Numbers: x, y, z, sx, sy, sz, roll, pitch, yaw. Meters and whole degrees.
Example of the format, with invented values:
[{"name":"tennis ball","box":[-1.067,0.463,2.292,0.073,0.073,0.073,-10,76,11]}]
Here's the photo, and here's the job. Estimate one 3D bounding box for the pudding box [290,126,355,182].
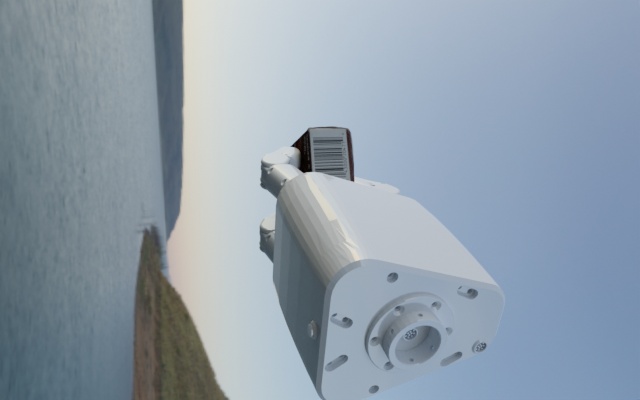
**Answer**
[{"name":"pudding box","box":[0.000,0.001,0.407,0.039,0.113,0.090,-1,-3,-15]}]
